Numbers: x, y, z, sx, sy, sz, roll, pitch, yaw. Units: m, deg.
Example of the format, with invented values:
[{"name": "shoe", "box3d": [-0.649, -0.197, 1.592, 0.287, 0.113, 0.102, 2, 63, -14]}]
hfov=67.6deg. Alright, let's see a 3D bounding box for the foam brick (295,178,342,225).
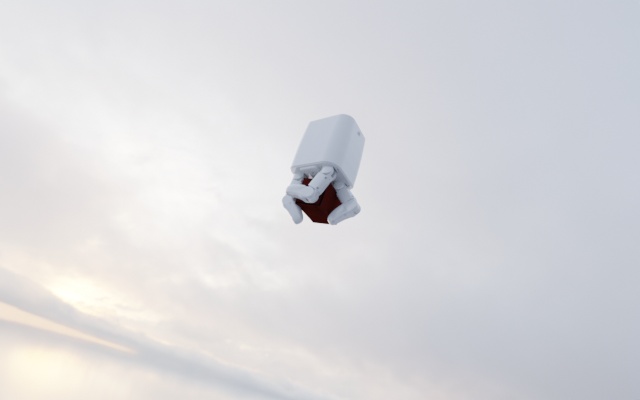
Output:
[{"name": "foam brick", "box3d": [0.000, 0.003, 0.848, 0.053, 0.051, 0.078, 6, -26, 29]}]
